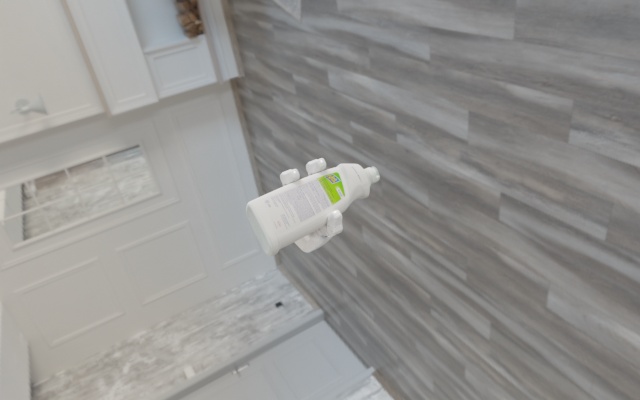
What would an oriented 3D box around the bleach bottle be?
[{"bbox_3d":[0.000,0.003,0.855,0.251,0.102,0.068,-23,-12,-21],"label":"bleach bottle"}]
